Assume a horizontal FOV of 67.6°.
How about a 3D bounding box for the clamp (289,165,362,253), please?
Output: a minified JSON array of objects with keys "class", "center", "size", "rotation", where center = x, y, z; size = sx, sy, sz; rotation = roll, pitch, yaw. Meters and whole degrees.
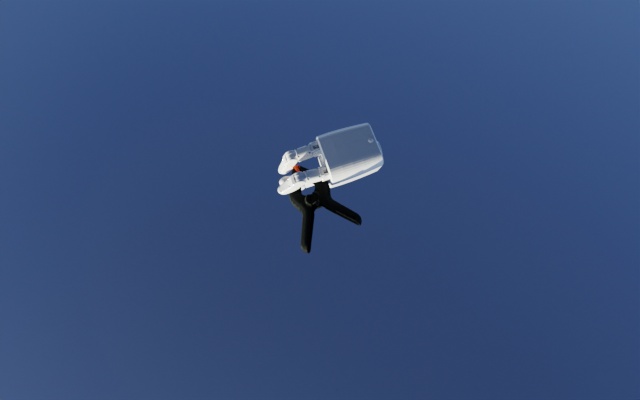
[{"class":"clamp","center":[0.000,0.003,0.892],"size":[0.120,0.171,0.039],"rotation":[-18,-21,-2]}]
